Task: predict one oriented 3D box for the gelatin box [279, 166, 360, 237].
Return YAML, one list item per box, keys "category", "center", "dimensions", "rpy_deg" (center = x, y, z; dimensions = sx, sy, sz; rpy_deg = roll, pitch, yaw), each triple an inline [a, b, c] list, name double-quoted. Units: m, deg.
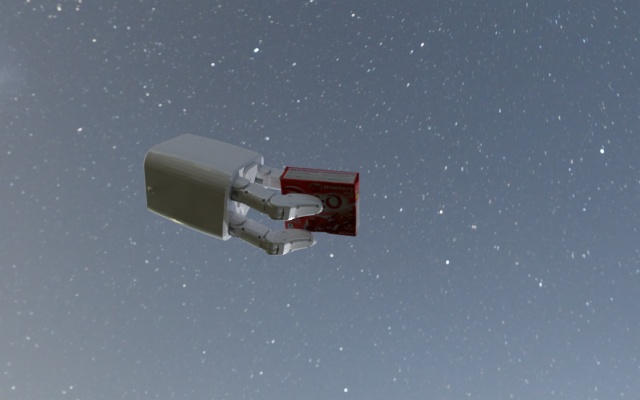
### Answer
- category: "gelatin box"
  center: [0.001, 0.002, 0.553]
  dimensions: [0.089, 0.073, 0.030]
  rpy_deg: [5, 35, 12]
